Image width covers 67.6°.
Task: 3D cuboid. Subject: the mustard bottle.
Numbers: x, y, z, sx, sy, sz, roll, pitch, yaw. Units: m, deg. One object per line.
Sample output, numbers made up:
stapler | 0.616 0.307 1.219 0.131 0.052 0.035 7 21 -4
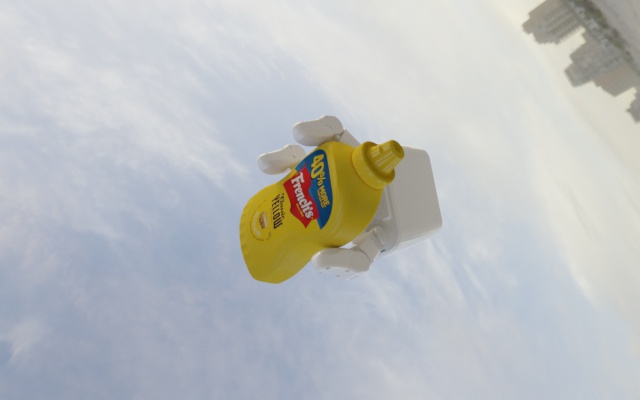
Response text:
mustard bottle | 0.000 0.002 0.442 0.058 0.096 0.192 20 -41 -38
